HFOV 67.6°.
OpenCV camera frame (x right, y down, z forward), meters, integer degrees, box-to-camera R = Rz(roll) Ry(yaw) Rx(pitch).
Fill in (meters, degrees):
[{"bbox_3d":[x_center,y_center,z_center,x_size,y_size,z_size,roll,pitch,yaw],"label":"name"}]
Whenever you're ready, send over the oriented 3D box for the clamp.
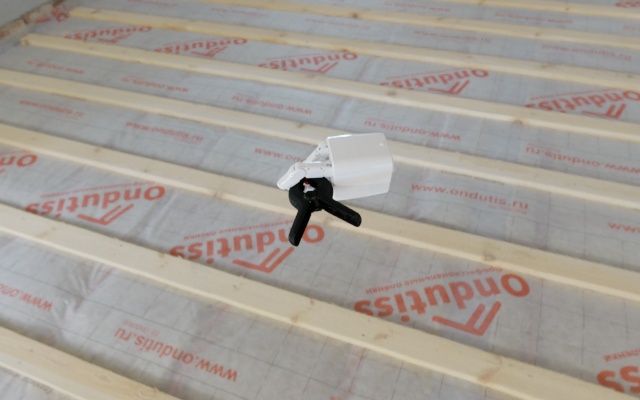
[{"bbox_3d":[0.000,0.003,0.809,0.120,0.039,0.171,-7,44,-3],"label":"clamp"}]
